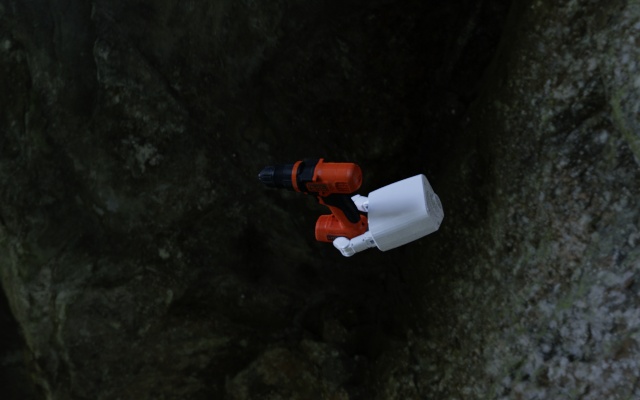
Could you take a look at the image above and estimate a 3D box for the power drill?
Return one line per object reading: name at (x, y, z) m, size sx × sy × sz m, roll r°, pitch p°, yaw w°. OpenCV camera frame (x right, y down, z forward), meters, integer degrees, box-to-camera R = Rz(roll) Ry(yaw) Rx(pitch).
power drill at (0.001, 0.003, 0.851) m, size 0.184 × 0.057 × 0.188 m, roll 3°, pitch -35°, yaw 25°
